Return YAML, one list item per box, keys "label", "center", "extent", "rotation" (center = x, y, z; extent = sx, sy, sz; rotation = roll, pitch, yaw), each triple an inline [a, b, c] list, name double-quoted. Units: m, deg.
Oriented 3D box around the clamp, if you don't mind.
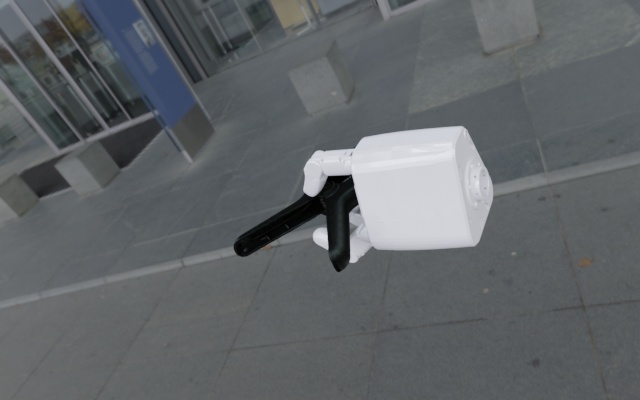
- label: "clamp"
  center: [0.000, 0.001, 0.568]
  extent: [0.164, 0.036, 0.210]
  rotation: [-3, 38, 36]
